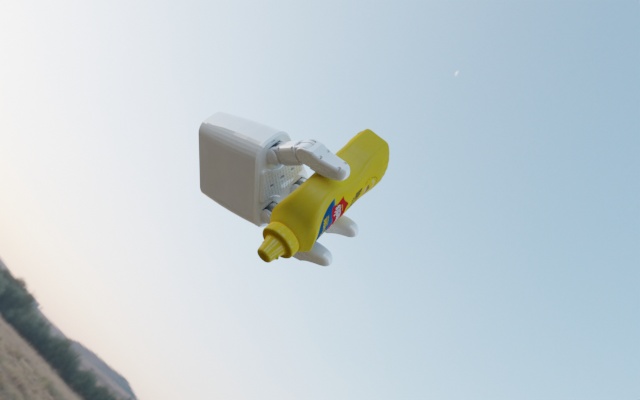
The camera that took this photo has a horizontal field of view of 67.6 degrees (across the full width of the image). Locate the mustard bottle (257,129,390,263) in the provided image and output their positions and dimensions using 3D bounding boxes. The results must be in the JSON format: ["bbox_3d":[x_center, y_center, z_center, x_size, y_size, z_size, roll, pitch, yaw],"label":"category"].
[{"bbox_3d":[0.001,0.002,0.531,0.191,0.058,0.096,-42,-13,-34],"label":"mustard bottle"}]
